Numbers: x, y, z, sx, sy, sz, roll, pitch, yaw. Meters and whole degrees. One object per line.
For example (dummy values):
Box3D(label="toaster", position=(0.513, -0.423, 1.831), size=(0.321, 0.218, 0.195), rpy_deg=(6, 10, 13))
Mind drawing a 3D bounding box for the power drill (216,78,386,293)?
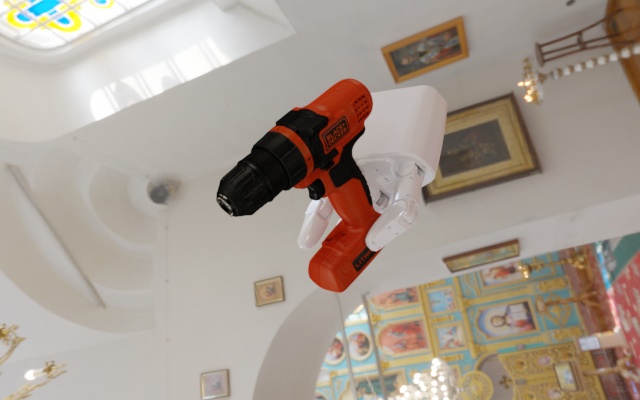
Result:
Box3D(label="power drill", position=(0.000, 0.002, 0.465), size=(0.057, 0.188, 0.184), rpy_deg=(22, 53, 40))
